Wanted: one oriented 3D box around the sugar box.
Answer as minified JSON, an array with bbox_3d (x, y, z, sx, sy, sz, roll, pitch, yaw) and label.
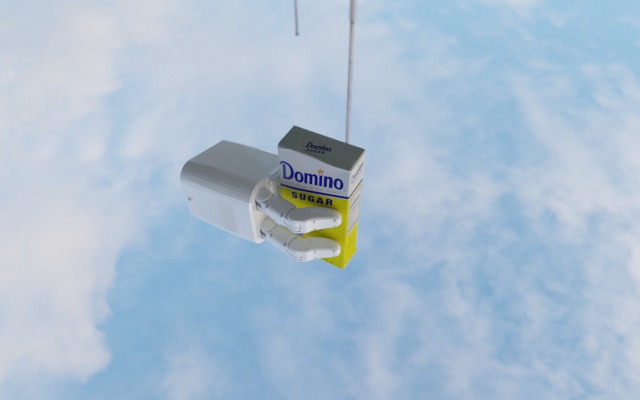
[{"bbox_3d":[0.000,0.002,0.577,0.093,0.048,0.176,21,-38,19],"label":"sugar box"}]
